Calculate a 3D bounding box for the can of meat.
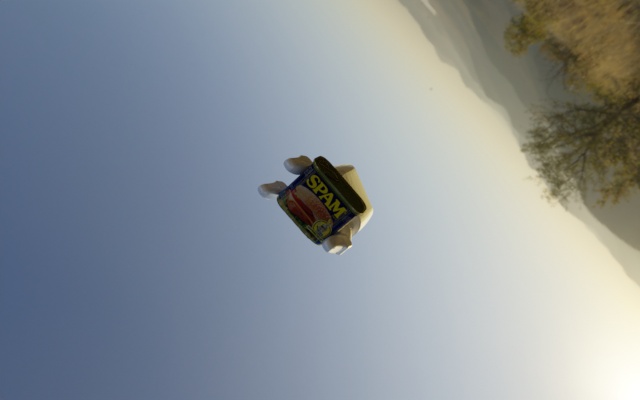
[{"bbox_3d":[0.000,0.003,0.683,0.084,0.102,0.057,-41,-1,22],"label":"can of meat"}]
